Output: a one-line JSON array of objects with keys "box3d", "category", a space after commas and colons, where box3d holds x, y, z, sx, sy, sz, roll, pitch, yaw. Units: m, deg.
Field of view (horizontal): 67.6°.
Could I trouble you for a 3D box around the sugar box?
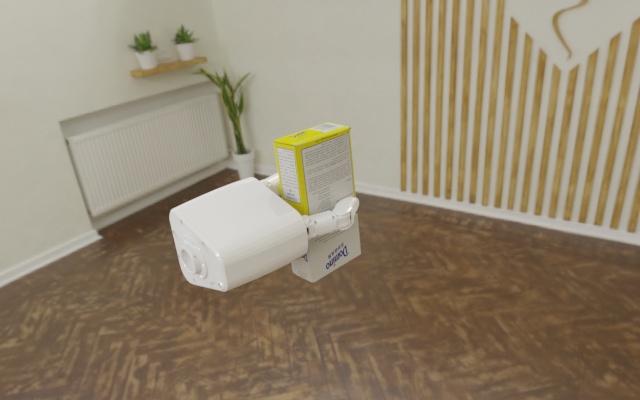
[{"box3d": [0.000, 0.002, 0.585, 0.093, 0.176, 0.048, -25, 31, -38], "category": "sugar box"}]
